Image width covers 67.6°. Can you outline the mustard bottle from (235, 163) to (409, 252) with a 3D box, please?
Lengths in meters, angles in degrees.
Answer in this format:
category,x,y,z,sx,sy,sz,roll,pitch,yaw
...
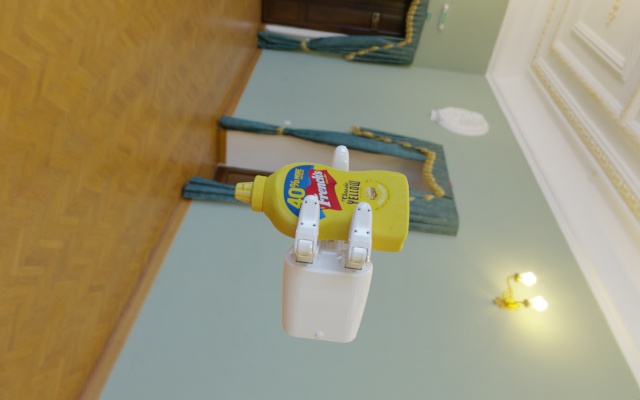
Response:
category,x,y,z,sx,sy,sz,roll,pitch,yaw
mustard bottle,0.000,0.002,0.537,0.191,0.096,0.058,7,-37,0
